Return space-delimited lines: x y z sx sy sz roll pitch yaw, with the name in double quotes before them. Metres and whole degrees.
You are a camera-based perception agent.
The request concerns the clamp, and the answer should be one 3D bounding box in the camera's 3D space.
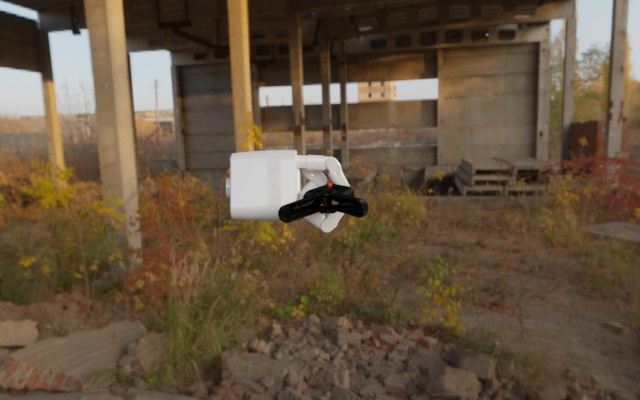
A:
"clamp" 0.000 0.002 0.702 0.120 0.039 0.171 0 8 -3
